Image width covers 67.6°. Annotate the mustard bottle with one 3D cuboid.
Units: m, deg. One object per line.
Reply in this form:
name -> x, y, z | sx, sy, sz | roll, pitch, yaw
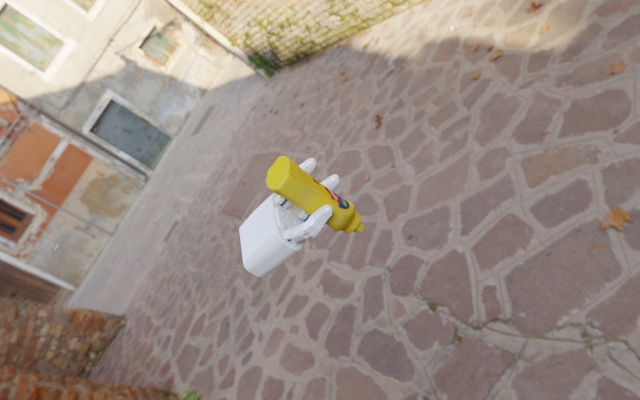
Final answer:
mustard bottle -> 0.000, 0.002, 0.811 | 0.192, 0.058, 0.096 | 35, 8, -25
